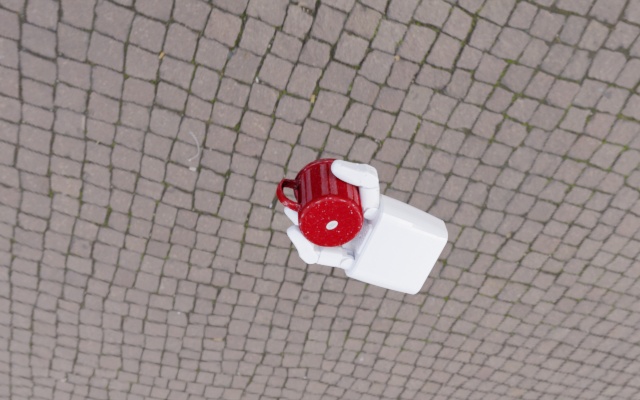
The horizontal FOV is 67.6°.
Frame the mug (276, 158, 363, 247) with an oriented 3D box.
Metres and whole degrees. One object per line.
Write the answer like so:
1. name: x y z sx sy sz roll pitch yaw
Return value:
1. mug: -0.001 0.002 0.611 0.117 0.093 0.081 18 32 -15
